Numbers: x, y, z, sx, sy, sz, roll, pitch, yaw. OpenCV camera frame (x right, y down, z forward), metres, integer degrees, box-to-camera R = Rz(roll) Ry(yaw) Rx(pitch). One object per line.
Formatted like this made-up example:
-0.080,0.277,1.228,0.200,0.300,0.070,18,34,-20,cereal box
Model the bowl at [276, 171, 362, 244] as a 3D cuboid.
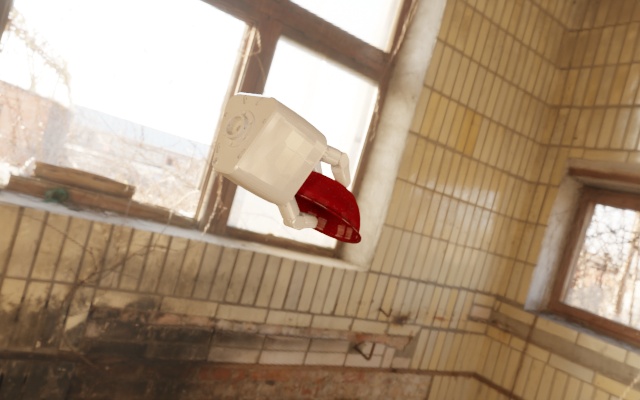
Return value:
0.001,0.003,0.719,0.162,0.055,0.162,27,-16,8,bowl
